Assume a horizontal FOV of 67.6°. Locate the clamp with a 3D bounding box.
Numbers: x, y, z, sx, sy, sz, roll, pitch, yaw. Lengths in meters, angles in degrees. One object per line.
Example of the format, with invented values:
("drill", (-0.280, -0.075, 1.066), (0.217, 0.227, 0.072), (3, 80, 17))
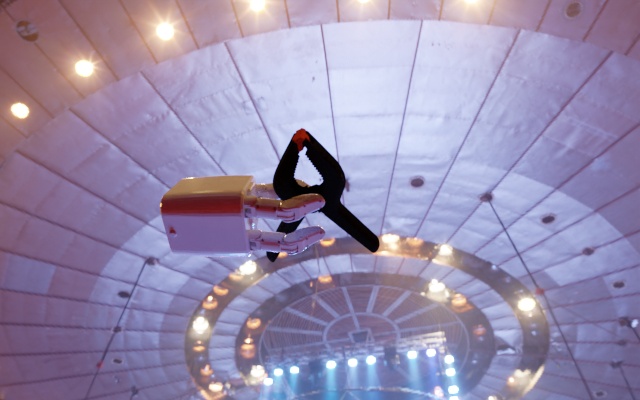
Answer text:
("clamp", (0.000, 0.001, 0.641), (0.164, 0.210, 0.036), (-1, 37, 1))
